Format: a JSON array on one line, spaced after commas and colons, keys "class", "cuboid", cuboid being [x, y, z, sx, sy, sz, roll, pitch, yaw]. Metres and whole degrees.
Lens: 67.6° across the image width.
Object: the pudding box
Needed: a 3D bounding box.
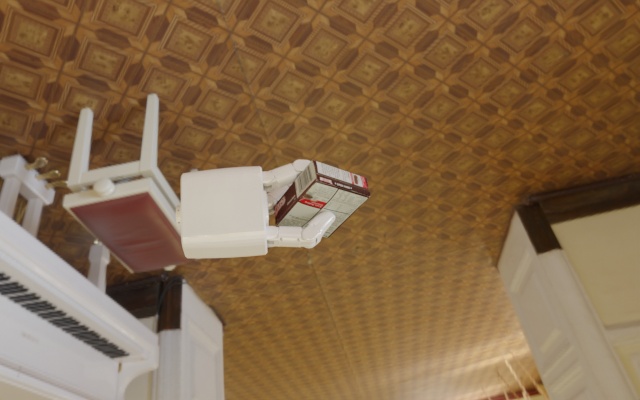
[{"class": "pudding box", "cuboid": [0.000, 0.002, 0.659, 0.090, 0.039, 0.113, 15, -42, -29]}]
